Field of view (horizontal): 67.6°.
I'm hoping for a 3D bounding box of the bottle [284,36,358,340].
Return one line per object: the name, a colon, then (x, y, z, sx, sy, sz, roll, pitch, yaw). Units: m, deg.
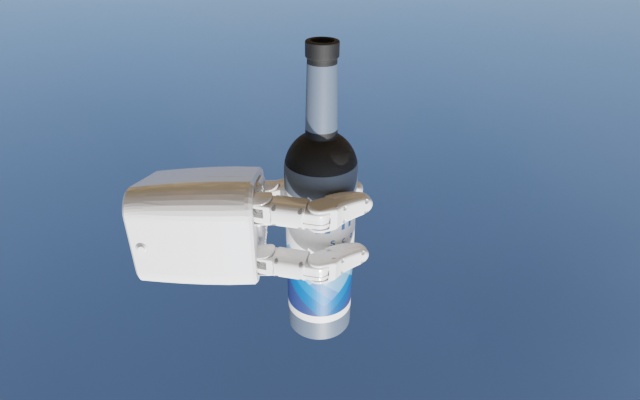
bottle: (0.000, 0.002, 0.447, 0.069, 0.296, 0.069, 0, 31, 0)
